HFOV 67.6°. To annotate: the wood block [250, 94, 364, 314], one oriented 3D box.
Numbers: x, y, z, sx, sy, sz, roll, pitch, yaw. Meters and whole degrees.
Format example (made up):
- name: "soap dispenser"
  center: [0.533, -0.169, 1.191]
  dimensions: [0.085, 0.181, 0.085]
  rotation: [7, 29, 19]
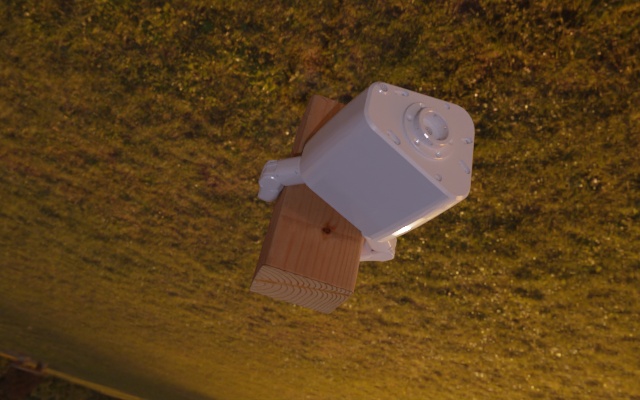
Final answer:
- name: "wood block"
  center: [0.000, 0.002, 0.515]
  dimensions: [0.091, 0.206, 0.090]
  rotation: [19, -29, -8]
